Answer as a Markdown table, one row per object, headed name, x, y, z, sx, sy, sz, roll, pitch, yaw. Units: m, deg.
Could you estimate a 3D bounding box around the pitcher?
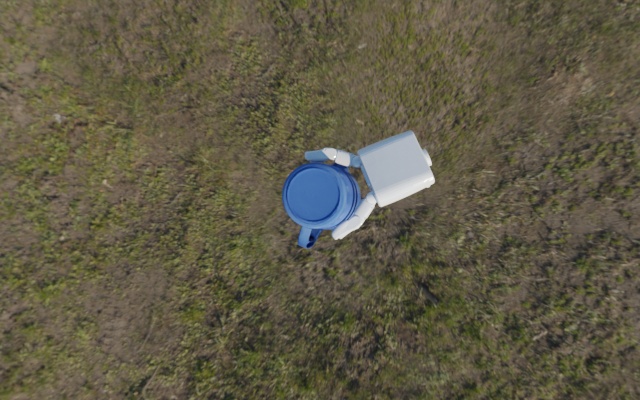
| name | x | y | z | sx | sy | sz | roll | pitch | yaw |
| --- | --- | --- | --- | --- | --- | --- | --- | --- | --- |
| pitcher | 0.000 | 0.003 | 0.882 | 0.145 | 0.149 | 0.243 | -21 | -3 | 7 |
